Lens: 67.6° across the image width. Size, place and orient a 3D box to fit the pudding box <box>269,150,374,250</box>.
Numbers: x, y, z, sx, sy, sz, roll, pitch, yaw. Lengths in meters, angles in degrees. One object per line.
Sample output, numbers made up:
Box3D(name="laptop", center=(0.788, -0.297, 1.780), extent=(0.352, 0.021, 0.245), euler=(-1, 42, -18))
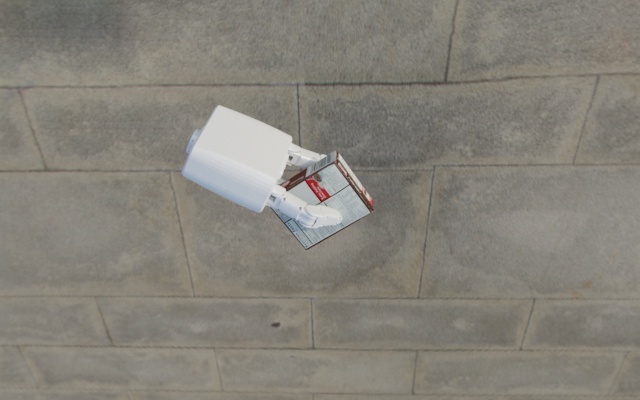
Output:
Box3D(name="pudding box", center=(0.000, 0.002, 0.630), extent=(0.113, 0.090, 0.039), euler=(-30, 22, 21))
